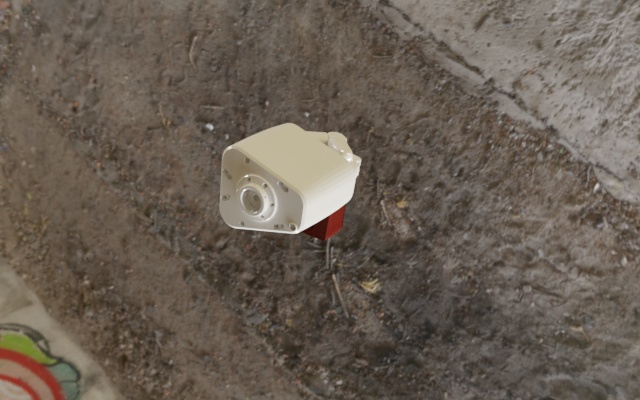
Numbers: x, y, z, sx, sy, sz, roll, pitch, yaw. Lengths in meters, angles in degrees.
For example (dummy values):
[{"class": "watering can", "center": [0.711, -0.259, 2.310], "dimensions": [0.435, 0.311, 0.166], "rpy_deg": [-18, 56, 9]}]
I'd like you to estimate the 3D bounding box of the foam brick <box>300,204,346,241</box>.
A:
[{"class": "foam brick", "center": [0.000, 0.002, 0.600], "dimensions": [0.053, 0.078, 0.051], "rpy_deg": [20, 27, 22]}]
